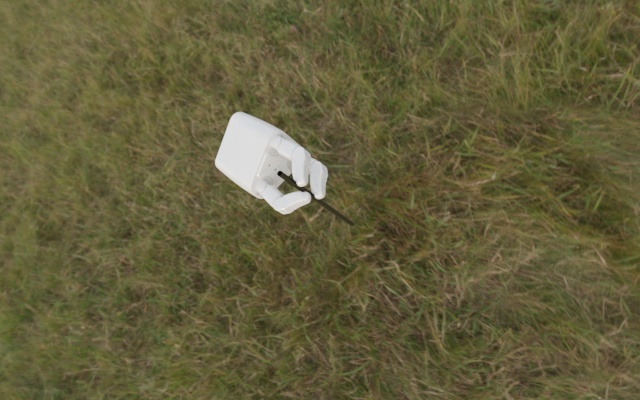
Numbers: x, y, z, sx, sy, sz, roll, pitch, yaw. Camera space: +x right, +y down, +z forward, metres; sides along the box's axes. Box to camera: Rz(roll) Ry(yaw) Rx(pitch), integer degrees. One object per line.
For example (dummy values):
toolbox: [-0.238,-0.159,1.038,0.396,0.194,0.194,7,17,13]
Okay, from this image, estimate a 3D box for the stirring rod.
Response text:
stirring rod: [0.000,0.003,0.762,0.011,0.011,0.240,0,-20,30]
